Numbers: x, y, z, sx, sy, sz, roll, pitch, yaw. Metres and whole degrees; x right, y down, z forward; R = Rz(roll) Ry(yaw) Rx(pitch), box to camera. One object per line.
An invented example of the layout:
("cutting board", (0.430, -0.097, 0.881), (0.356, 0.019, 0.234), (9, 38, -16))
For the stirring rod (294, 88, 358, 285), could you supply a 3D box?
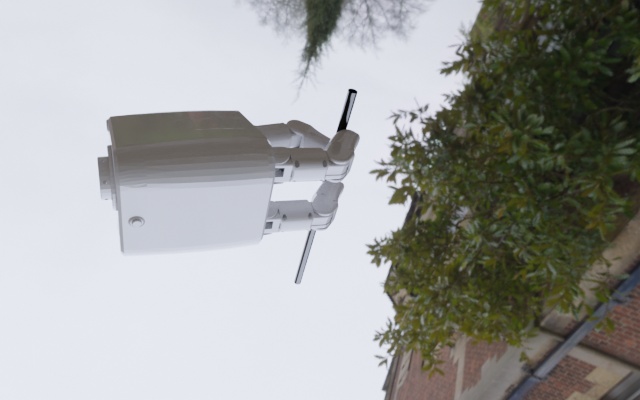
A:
("stirring rod", (0.000, 0.001, 0.461), (0.011, 0.240, 0.011), (10, 39, -8))
